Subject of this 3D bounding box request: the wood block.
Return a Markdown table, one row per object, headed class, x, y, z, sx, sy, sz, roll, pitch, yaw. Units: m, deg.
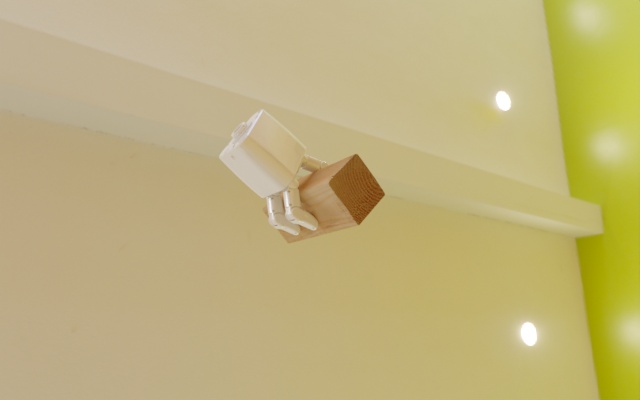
| class | x | y | z | sx | sy | sz | roll | pitch | yaw |
| --- | --- | --- | --- | --- | --- | --- | --- | --- | --- |
| wood block | 0.000 | 0.002 | 0.849 | 0.206 | 0.090 | 0.090 | -19 | 22 | 51 |
